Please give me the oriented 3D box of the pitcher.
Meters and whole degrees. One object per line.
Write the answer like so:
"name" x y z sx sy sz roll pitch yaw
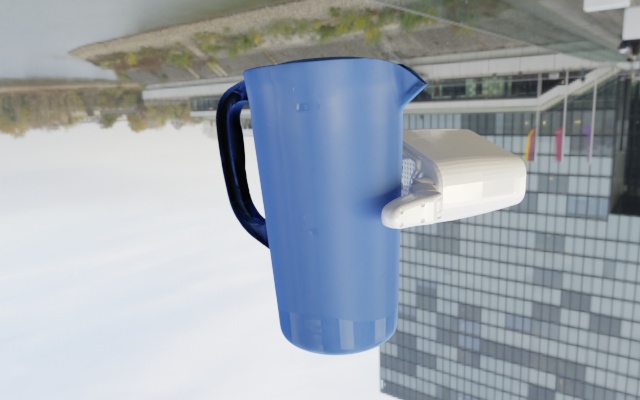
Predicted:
"pitcher" 0.000 0.001 0.420 0.145 0.243 0.149 -8 13 -23
